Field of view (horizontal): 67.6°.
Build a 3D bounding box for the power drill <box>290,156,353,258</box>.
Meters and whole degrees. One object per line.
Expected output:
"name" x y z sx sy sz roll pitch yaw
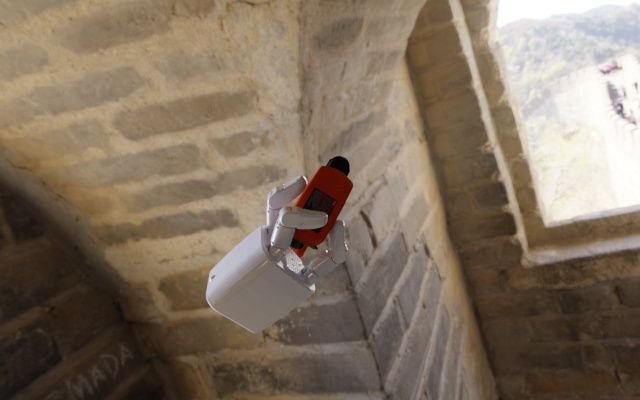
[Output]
"power drill" 0.000 0.002 0.710 0.057 0.184 0.187 29 -7 0
